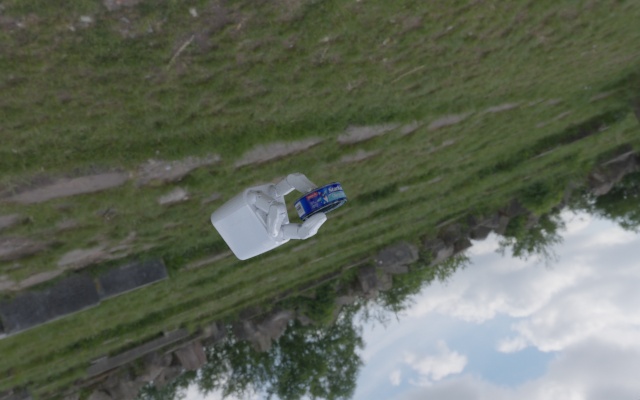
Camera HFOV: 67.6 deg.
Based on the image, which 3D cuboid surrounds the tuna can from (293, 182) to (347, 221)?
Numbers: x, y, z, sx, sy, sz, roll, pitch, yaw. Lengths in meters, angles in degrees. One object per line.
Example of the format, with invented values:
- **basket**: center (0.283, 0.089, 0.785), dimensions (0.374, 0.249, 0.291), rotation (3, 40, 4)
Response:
- **tuna can**: center (0.000, 0.003, 0.800), dimensions (0.086, 0.033, 0.086), rotation (-24, -9, -4)
